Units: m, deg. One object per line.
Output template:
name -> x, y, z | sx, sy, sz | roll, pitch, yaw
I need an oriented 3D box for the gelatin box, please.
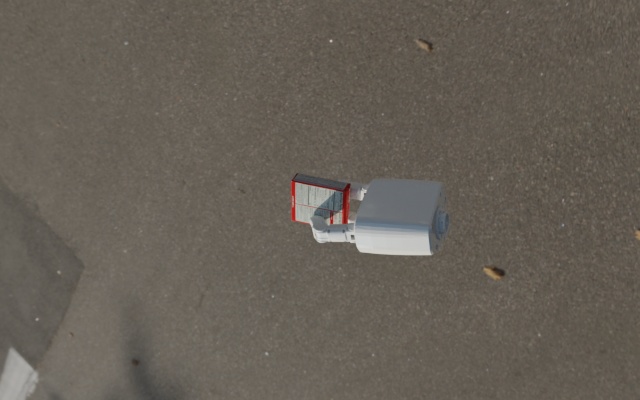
gelatin box -> 0.000, 0.003, 0.733 | 0.089, 0.073, 0.030 | 11, 33, 16
